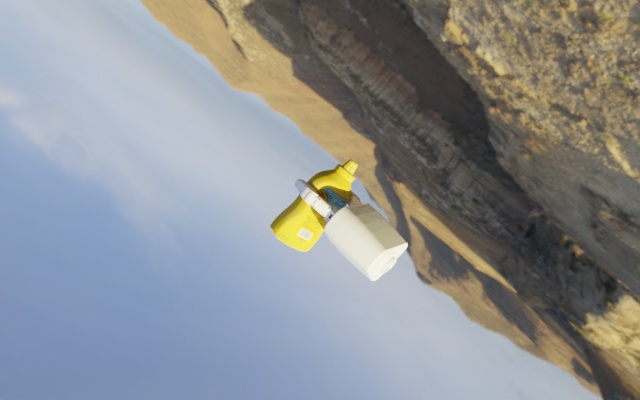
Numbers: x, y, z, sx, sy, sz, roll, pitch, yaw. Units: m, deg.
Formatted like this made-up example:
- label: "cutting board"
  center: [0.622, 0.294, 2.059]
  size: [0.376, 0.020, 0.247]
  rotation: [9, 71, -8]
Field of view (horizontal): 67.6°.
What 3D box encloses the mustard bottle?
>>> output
- label: "mustard bottle"
  center: [0.000, 0.003, 0.877]
  size: [0.096, 0.191, 0.058]
  rotation: [32, 13, -42]
